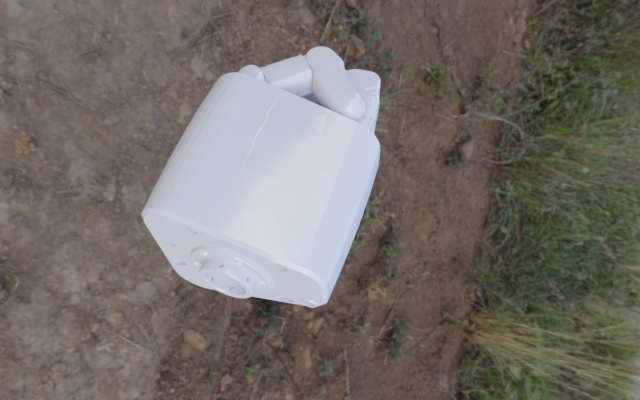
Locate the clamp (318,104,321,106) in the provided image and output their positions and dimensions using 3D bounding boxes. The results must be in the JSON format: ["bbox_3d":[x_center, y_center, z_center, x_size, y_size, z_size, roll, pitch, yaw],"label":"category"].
[{"bbox_3d":[0.001,0.001,0.403,0.039,0.120,0.172,14,-33,13],"label":"clamp"}]
